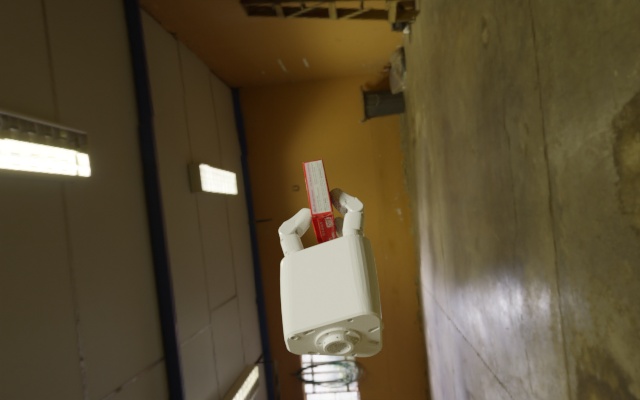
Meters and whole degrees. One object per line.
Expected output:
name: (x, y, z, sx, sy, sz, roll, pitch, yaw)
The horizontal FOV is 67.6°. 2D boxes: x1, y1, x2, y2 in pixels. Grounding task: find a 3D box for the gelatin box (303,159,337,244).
gelatin box: (0.000, 0.002, 0.634, 0.030, 0.089, 0.073, -11, -33, 0)
